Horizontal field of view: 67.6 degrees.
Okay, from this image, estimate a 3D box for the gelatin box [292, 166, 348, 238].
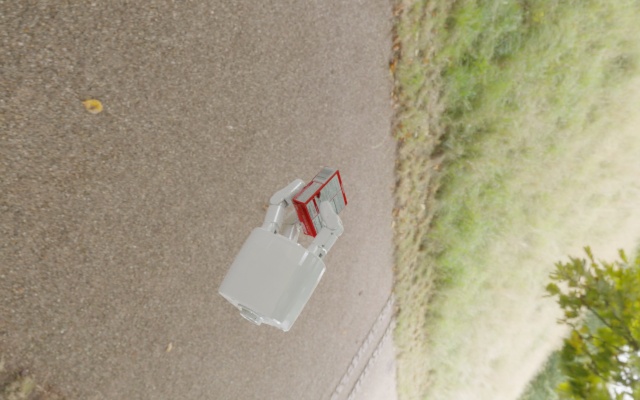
[{"bbox_3d":[0.001,0.002,0.740,0.030,0.073,0.089,19,52,36],"label":"gelatin box"}]
